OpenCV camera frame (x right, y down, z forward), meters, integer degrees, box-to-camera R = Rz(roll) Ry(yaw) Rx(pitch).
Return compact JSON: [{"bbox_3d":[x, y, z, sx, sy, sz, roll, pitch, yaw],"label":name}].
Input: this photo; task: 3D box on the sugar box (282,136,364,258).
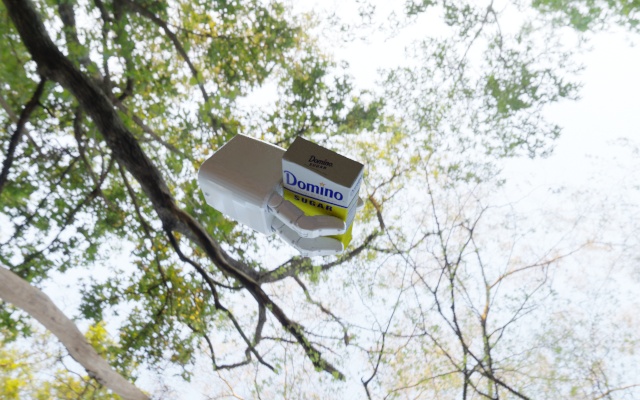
[{"bbox_3d":[0.000,0.002,0.623,0.093,0.048,0.176,25,-28,15],"label":"sugar box"}]
